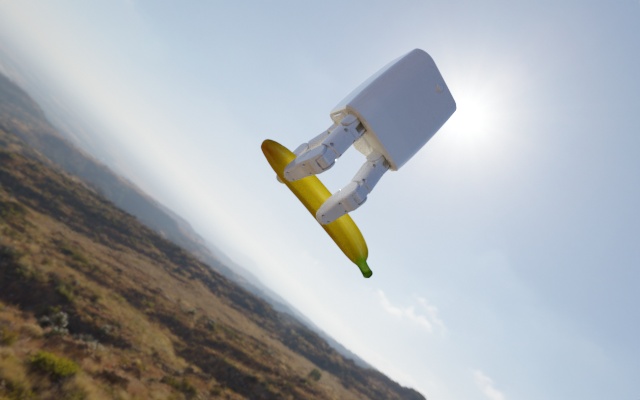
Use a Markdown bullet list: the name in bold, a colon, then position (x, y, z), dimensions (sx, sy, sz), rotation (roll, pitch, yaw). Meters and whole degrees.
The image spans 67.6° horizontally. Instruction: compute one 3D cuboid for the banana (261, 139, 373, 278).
- **banana**: position (0.001, 0.004, 0.570), dimensions (0.037, 0.198, 0.069), rotation (-40, 5, -2)
